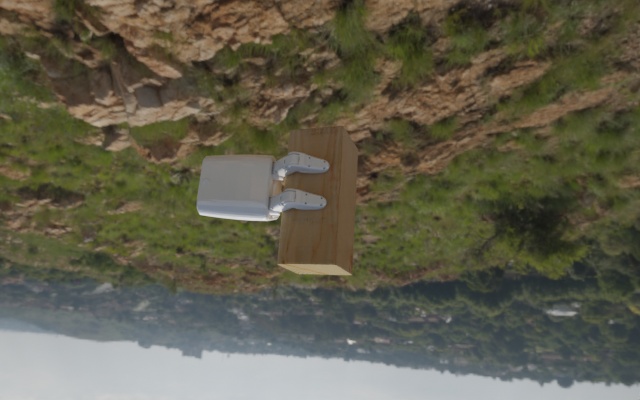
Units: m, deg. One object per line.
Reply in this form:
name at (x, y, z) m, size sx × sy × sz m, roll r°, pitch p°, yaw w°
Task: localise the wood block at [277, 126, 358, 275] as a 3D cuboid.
wood block at (0.000, 0.003, 0.721) m, size 0.090 × 0.206 × 0.091 m, roll -2°, pitch -18°, yaw 18°
